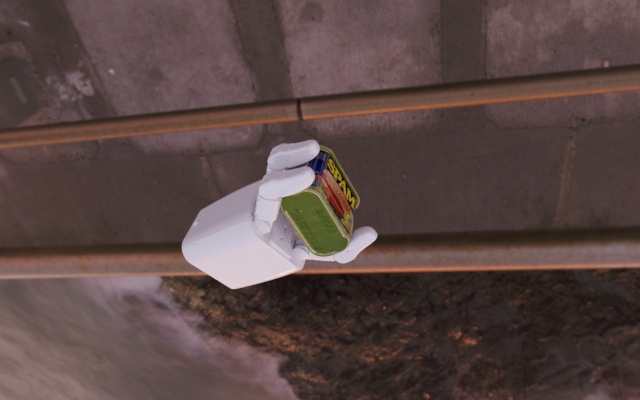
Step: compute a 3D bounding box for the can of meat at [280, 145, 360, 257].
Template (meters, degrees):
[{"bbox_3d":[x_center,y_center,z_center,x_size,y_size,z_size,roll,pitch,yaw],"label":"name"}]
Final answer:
[{"bbox_3d":[0.000,0.002,0.552,0.057,0.102,0.084,-19,31,23],"label":"can of meat"}]
